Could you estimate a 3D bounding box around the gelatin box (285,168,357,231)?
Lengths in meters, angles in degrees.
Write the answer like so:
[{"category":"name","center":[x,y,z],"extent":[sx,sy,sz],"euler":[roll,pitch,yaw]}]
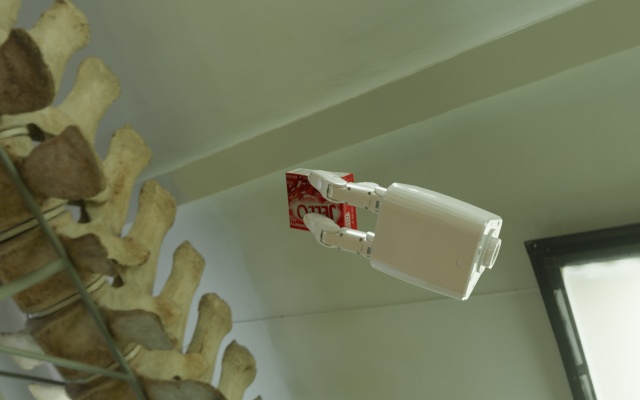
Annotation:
[{"category":"gelatin box","center":[0.000,0.002,0.583],"extent":[0.089,0.073,0.030],"euler":[8,20,38]}]
